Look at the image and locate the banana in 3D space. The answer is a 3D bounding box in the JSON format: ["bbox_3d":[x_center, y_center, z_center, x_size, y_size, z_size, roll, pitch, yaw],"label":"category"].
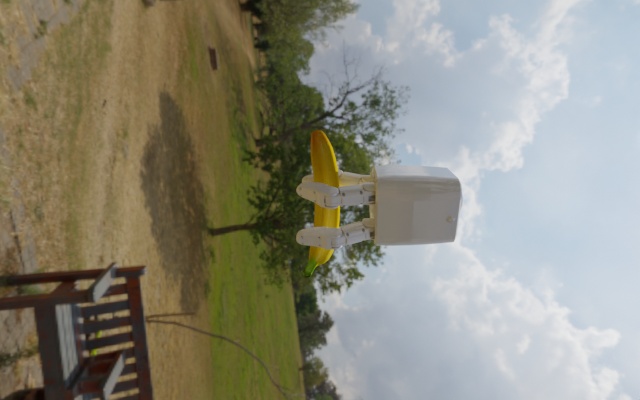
[{"bbox_3d":[0.005,0.003,0.656,0.037,0.198,0.069,4,8,15],"label":"banana"}]
